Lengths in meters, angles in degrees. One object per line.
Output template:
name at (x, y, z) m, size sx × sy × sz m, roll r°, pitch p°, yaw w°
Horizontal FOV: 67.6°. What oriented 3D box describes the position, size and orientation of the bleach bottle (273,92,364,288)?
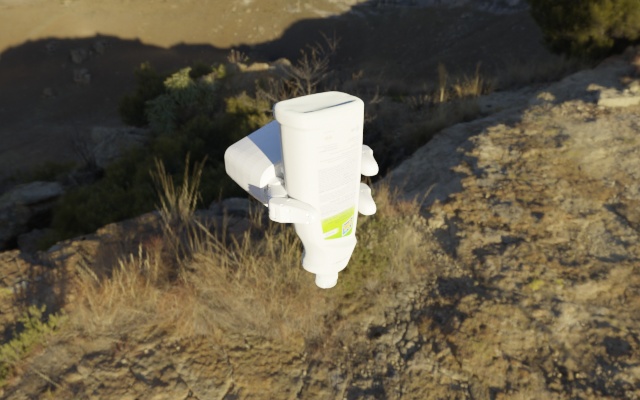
bleach bottle at (0.000, 0.002, 0.583) m, size 0.102 × 0.251 × 0.068 m, roll -20°, pitch 34°, yaw -32°
